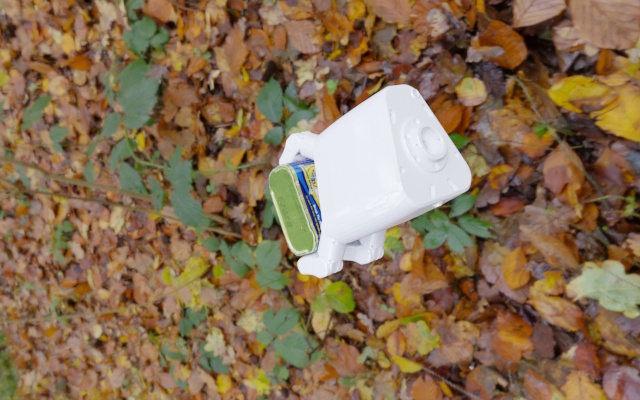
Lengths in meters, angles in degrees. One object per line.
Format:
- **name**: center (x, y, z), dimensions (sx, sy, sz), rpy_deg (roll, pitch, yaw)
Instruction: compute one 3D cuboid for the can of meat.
- **can of meat**: center (0.000, 0.002, 0.517), dimensions (0.084, 0.102, 0.057), rpy_deg (-16, -6, -37)
